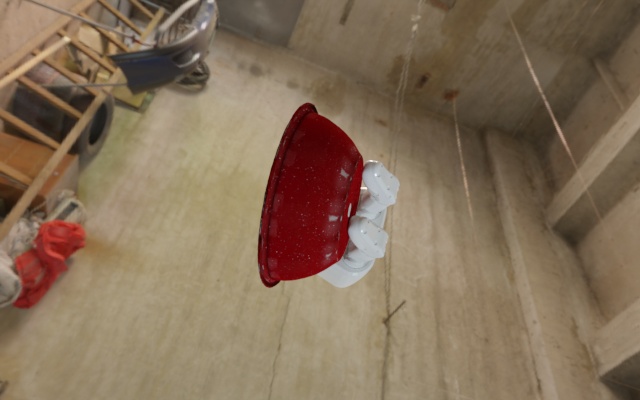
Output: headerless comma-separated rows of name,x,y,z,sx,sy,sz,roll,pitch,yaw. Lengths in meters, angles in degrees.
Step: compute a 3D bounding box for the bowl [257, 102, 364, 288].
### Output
bowl,0.000,0.001,0.407,0.055,0.162,0.162,13,2,10
